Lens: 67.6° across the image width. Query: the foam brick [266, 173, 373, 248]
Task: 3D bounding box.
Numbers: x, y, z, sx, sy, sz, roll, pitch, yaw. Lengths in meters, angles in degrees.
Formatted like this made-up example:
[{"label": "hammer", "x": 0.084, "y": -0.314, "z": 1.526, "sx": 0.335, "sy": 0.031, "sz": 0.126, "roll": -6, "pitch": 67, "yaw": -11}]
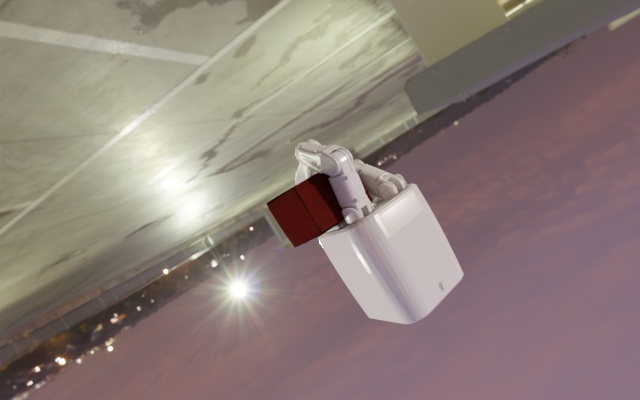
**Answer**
[{"label": "foam brick", "x": 0.000, "y": 0.002, "z": 0.460, "sx": 0.078, "sy": 0.051, "sz": 0.053, "roll": -32, "pitch": 2, "yaw": -38}]
